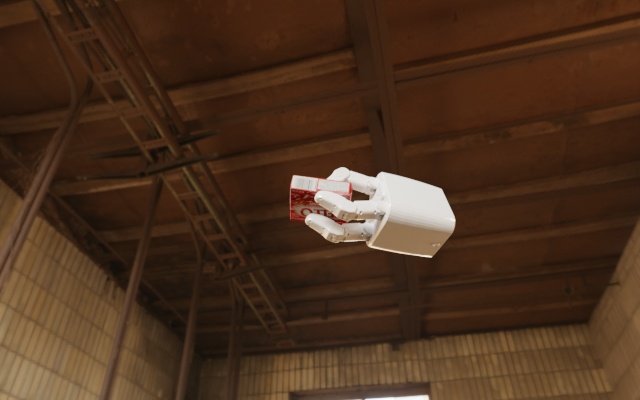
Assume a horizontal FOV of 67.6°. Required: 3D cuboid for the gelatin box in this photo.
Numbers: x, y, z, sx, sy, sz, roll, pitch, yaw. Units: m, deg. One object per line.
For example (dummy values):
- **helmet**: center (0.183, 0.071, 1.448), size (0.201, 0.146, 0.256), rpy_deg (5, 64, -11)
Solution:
- **gelatin box**: center (0.000, 0.002, 0.709), size (0.089, 0.030, 0.073), rpy_deg (7, -41, 3)
